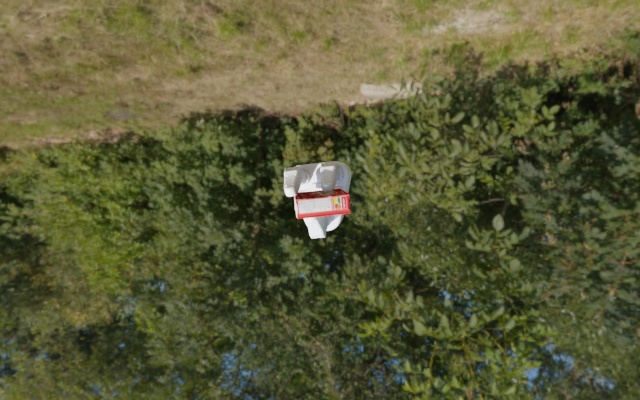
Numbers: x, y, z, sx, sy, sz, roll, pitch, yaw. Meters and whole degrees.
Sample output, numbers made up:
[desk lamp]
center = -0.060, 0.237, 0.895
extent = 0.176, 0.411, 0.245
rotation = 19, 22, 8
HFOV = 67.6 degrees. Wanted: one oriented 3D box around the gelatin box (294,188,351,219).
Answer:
[gelatin box]
center = 0.000, 0.003, 0.675
extent = 0.073, 0.030, 0.089
rotation = -5, 7, -4
